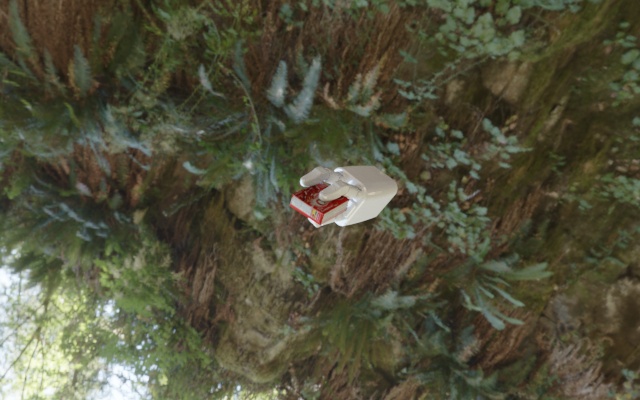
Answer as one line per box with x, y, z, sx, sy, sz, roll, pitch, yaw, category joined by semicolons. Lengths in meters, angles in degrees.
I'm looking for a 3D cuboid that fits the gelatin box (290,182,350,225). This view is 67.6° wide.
0.000;0.003;0.882;0.073;0.030;0.089;33;35;24;gelatin box
